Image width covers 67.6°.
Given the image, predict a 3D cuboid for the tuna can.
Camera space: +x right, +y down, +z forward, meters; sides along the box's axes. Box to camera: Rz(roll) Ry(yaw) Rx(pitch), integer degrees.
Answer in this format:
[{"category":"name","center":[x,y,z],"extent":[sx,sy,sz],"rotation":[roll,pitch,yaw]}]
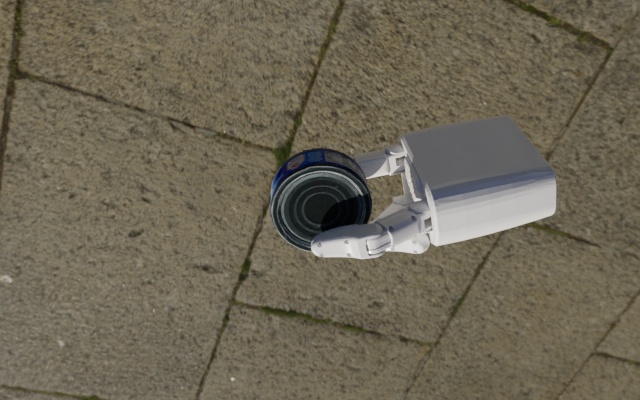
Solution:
[{"category":"tuna can","center":[0.000,0.002,0.405],"extent":[0.086,0.086,0.033],"rotation":[0,28,-4]}]
